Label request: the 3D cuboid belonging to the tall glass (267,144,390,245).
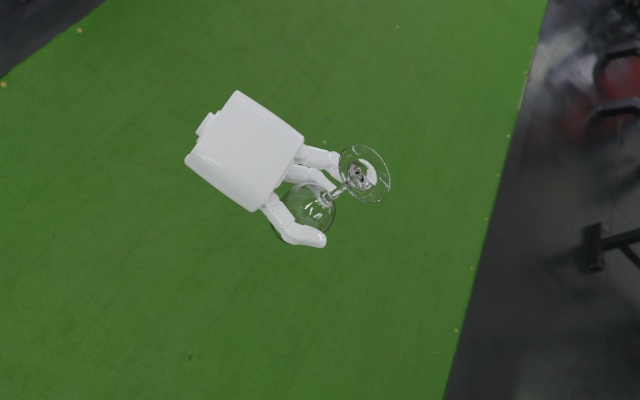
[{"bbox_3d":[0.001,0.002,0.633,0.079,0.079,0.201,0,-20,-34],"label":"tall glass"}]
